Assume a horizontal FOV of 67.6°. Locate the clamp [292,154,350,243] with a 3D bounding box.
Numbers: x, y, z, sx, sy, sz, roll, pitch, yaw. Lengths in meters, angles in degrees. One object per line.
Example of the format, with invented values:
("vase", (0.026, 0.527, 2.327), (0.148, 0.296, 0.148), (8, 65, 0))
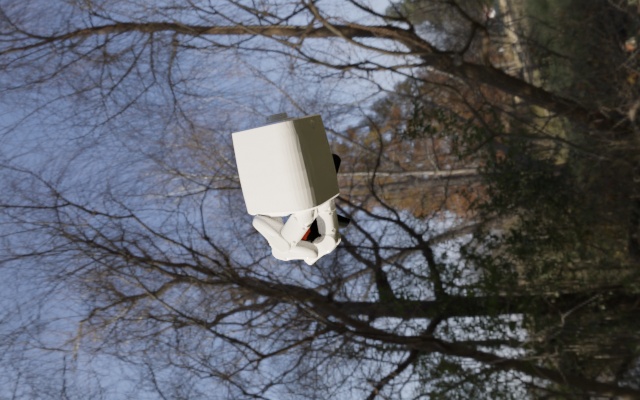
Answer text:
("clamp", (-0.001, 0.002, 0.679), (0.039, 0.120, 0.171), (-7, 11, 23))
